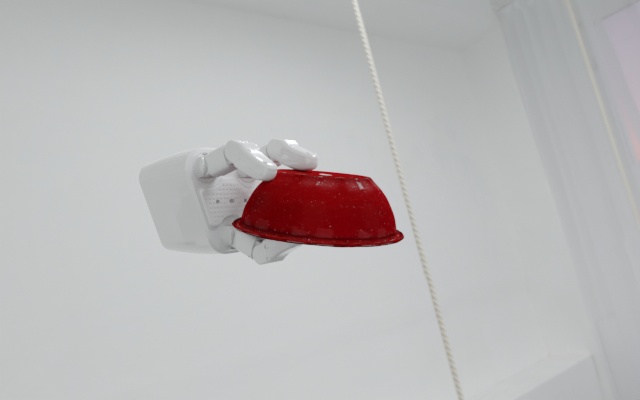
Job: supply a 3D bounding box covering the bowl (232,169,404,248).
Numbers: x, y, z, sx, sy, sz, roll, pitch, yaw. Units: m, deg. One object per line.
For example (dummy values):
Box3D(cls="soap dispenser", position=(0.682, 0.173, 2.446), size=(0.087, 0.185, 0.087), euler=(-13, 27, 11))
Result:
Box3D(cls="bowl", position=(0.001, 0.001, 0.450), size=(0.162, 0.055, 0.162), euler=(5, 6, -1))
